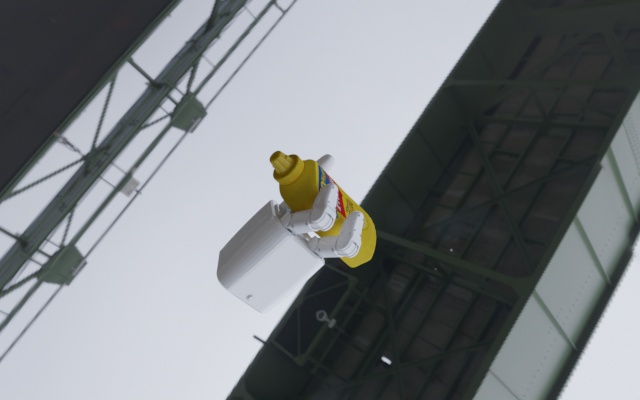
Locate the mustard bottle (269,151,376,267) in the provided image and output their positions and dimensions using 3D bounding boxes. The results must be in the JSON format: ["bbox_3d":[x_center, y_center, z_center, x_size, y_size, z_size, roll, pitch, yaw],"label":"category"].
[{"bbox_3d":[0.001,0.002,0.626,0.058,0.096,0.192,-28,-51,24],"label":"mustard bottle"}]
